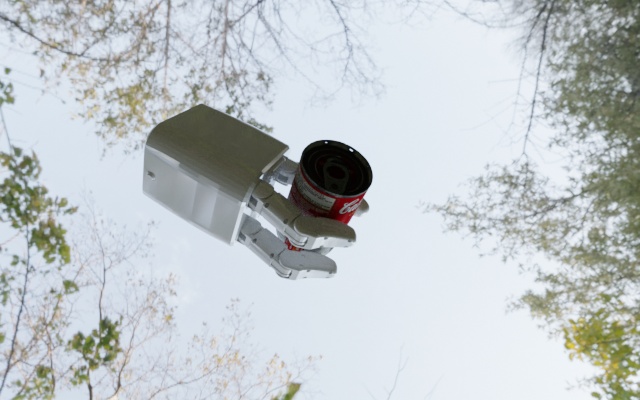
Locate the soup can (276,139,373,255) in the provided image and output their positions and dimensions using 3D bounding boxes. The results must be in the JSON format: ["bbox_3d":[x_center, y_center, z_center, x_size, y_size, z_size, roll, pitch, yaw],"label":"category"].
[{"bbox_3d":[0.000,0.002,0.459,0.068,0.068,0.102,0,-39,-23],"label":"soup can"}]
